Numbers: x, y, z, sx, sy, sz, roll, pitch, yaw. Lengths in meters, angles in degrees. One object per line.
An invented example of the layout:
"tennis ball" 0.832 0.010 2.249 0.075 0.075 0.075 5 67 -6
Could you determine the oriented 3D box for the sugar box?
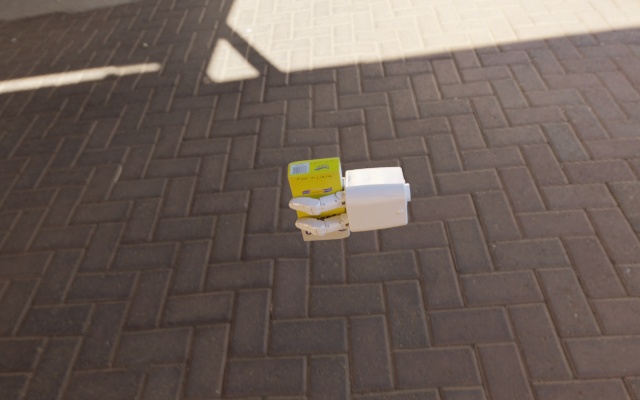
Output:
"sugar box" 0.000 0.003 0.892 0.093 0.176 0.048 -5 42 7
